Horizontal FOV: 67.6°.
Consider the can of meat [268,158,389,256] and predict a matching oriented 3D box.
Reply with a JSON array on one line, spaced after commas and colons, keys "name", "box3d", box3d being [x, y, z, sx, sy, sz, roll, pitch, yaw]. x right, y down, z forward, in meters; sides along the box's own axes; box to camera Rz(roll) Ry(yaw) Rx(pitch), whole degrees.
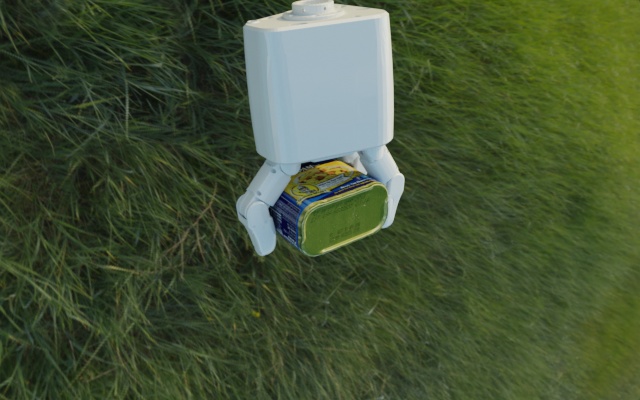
[{"name": "can of meat", "box3d": [0.000, 0.002, 0.442, 0.102, 0.057, 0.084, -19, 33, -30]}]
